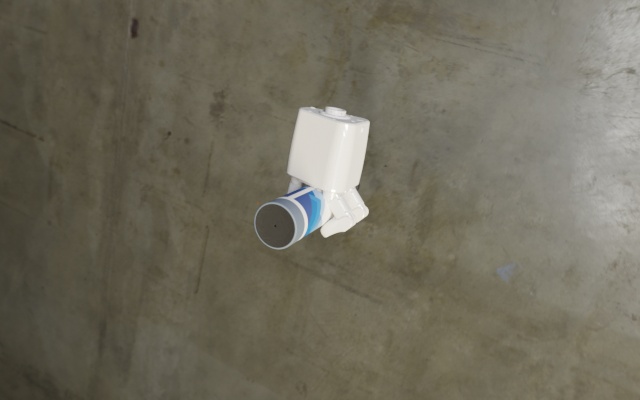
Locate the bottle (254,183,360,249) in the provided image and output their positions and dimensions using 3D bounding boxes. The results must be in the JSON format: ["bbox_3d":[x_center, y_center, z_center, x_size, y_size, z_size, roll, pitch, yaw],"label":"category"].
[{"bbox_3d":[0.000,0.003,0.773,0.069,0.069,0.295,0,13,25],"label":"bottle"}]
